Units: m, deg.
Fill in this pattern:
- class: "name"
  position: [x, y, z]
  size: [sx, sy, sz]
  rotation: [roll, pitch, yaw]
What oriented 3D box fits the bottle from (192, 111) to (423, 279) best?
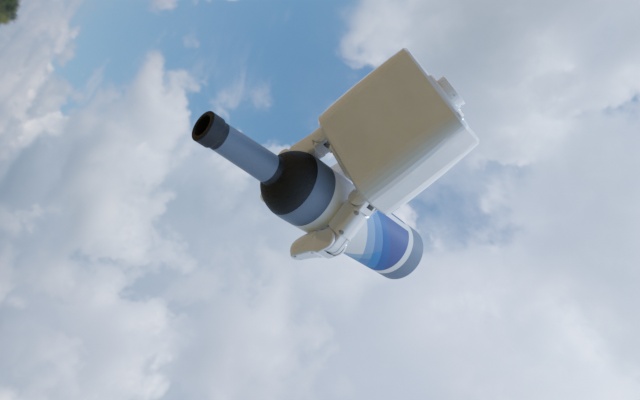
- class: "bottle"
  position: [0.000, 0.002, 0.471]
  size: [0.069, 0.069, 0.296]
  rotation: [0, -24, 44]
